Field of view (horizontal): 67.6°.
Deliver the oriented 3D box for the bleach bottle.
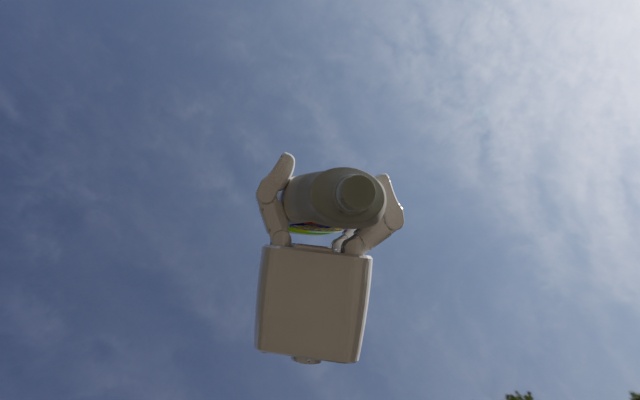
[{"bbox_3d":[0.000,0.002,0.502,0.102,0.068,0.251,7,-6,-10],"label":"bleach bottle"}]
